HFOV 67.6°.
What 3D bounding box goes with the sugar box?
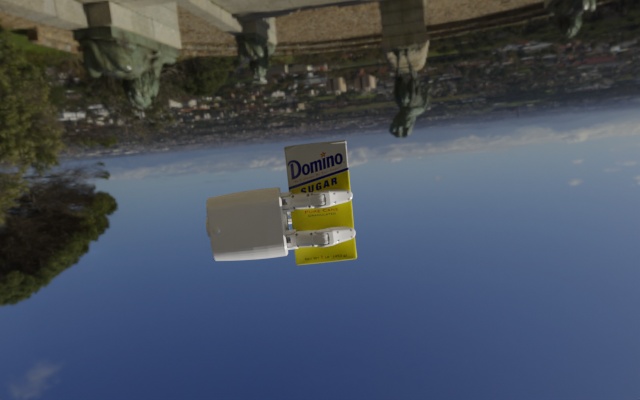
[{"bbox_3d":[0.000,0.003,0.712,0.093,0.176,0.048,-6,7,-2],"label":"sugar box"}]
